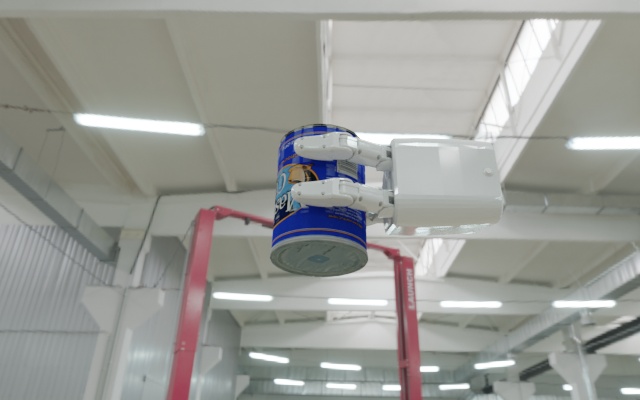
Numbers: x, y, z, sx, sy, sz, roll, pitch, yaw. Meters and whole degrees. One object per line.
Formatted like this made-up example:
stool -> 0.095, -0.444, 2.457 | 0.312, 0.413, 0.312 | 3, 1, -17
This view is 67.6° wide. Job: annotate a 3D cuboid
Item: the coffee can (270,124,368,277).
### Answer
coffee can -> 0.000, 0.002, 0.530 | 0.103, 0.140, 0.103 | 1, -28, 1
